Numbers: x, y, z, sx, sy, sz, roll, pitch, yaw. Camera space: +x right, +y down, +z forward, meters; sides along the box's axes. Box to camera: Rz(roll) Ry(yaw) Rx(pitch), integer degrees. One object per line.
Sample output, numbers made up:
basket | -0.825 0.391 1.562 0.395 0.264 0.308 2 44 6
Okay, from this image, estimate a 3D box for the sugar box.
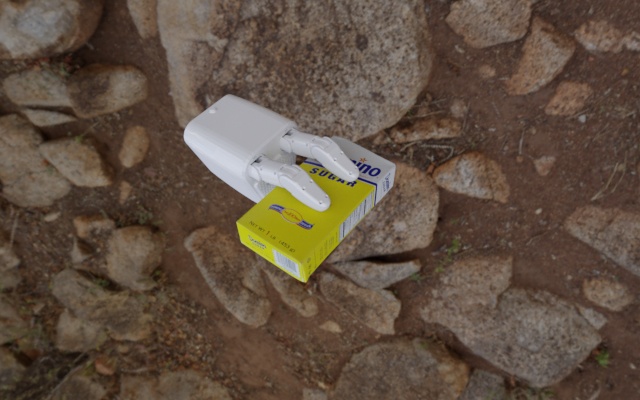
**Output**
sugar box | 0.000 0.001 0.544 0.093 0.176 0.048 30 -32 24
